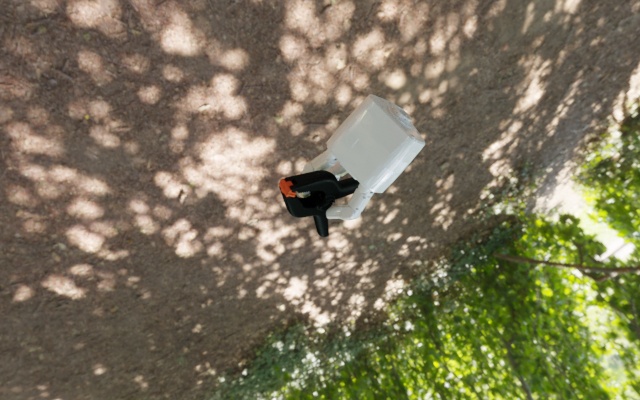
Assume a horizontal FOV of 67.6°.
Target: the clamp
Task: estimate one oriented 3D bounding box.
[{"bbox_3d":[0.000,0.003,0.793,0.210,0.036,0.165,5,-48,-50],"label":"clamp"}]
